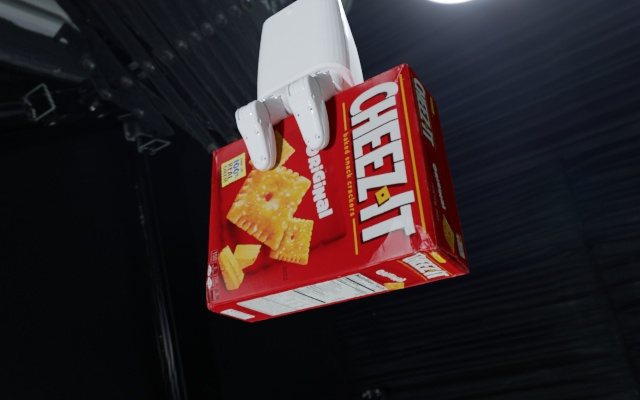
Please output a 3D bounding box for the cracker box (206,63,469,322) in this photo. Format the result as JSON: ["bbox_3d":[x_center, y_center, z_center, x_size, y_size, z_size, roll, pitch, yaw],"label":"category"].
[{"bbox_3d":[0.000,0.001,0.413,0.214,0.164,0.072,-20,-31,29],"label":"cracker box"}]
